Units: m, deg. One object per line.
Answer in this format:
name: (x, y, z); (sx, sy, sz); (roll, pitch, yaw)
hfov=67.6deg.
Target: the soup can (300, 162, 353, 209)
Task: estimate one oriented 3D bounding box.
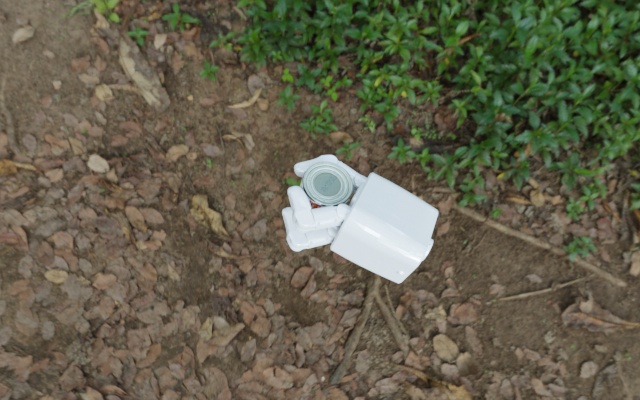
soup can: (0.000, 0.002, 0.646); (0.068, 0.068, 0.102); (0, -28, -13)
